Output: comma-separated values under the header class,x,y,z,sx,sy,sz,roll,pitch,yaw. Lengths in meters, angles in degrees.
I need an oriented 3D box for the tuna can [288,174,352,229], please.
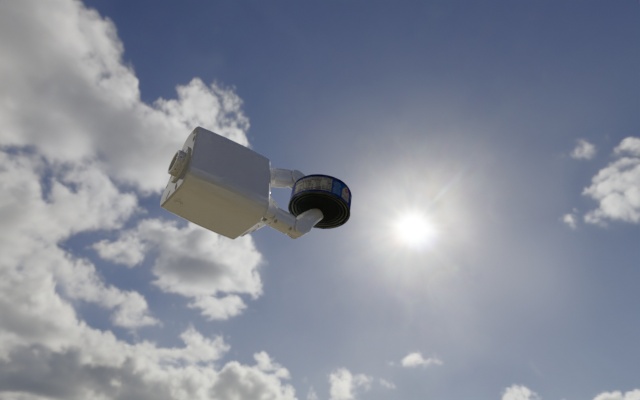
class,x,y,z,sx,sy,sz,roll,pitch,yaw
tuna can,0.000,0.002,0.660,0.086,0.033,0.086,6,-36,4
